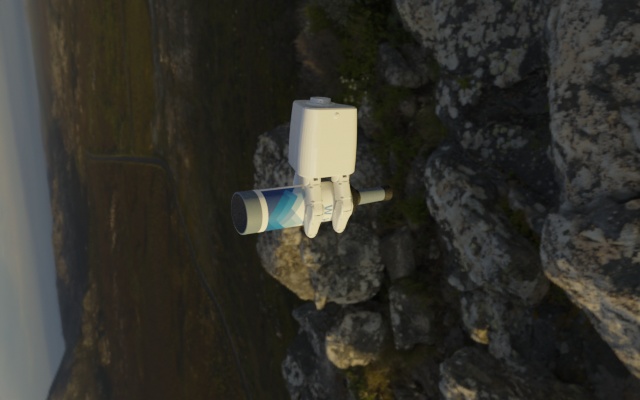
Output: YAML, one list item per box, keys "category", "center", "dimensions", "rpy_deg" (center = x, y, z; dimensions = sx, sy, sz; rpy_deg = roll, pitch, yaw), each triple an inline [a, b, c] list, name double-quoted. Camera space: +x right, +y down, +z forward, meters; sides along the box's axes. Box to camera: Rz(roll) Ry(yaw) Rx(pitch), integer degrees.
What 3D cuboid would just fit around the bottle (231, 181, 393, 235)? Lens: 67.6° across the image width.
- category: "bottle"
  center: [0.000, 0.003, 0.807]
  dimensions: [0.295, 0.069, 0.069]
  rpy_deg: [-8, 4, -31]
